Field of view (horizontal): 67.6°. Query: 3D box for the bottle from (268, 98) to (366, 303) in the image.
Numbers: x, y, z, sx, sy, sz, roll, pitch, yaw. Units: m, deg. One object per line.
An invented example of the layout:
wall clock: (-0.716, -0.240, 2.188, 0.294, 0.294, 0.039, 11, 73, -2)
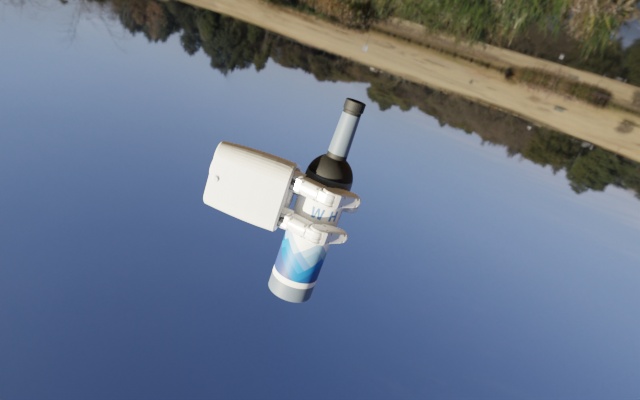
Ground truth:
bottle: (0.000, 0.002, 0.667, 0.069, 0.296, 0.069, 17, 19, -6)
